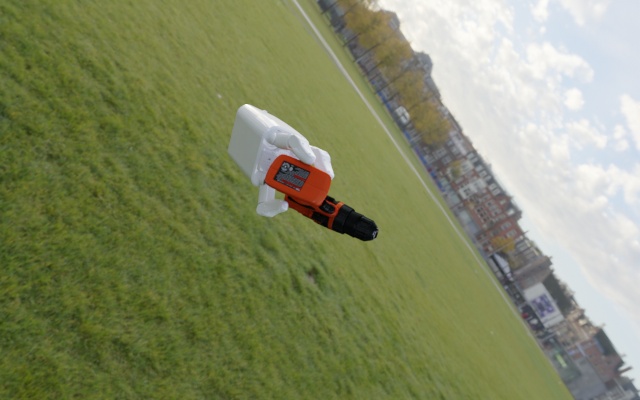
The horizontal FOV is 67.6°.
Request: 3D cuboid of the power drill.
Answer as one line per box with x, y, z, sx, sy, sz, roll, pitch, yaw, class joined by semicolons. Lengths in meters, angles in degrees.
0.000;0.002;0.783;0.184;0.057;0.188;23;-13;22;power drill
